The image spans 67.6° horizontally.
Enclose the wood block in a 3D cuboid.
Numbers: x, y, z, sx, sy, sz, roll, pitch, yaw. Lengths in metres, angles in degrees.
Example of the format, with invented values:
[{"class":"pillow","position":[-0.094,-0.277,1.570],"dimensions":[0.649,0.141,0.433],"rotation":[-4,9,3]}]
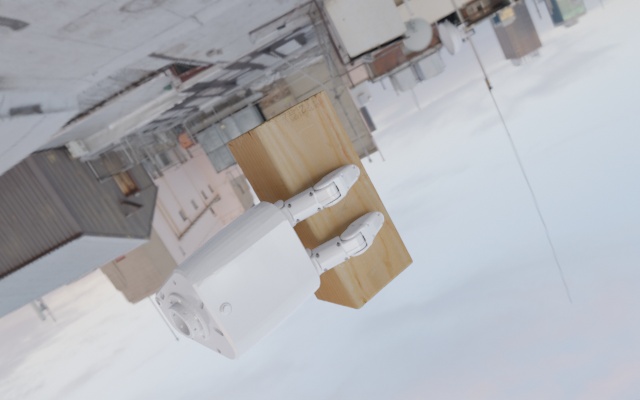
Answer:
[{"class":"wood block","position":[0.000,0.002,0.514],"dimensions":[0.090,0.206,0.091],"rotation":[-35,14,-27]}]
